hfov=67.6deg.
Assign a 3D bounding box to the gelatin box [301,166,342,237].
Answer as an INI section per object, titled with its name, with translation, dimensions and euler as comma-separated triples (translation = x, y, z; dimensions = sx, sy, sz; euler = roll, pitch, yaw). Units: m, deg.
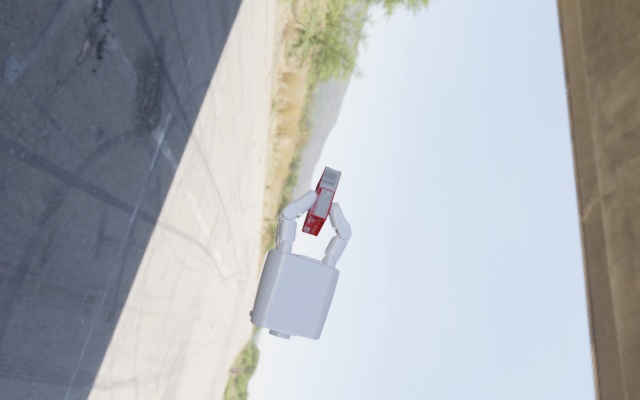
[gelatin box]
translation = 0.001, 0.002, 0.736
dimensions = 0.030, 0.089, 0.073
euler = 20, -25, -3
